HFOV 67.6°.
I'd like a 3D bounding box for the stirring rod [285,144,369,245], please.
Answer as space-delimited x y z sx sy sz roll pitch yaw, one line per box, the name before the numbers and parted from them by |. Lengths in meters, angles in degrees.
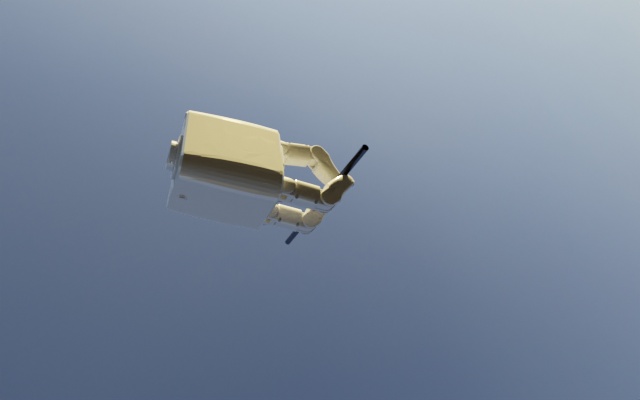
stirring rod | 0.000 0.002 0.604 0.011 0.011 0.240 0 -29 -27
